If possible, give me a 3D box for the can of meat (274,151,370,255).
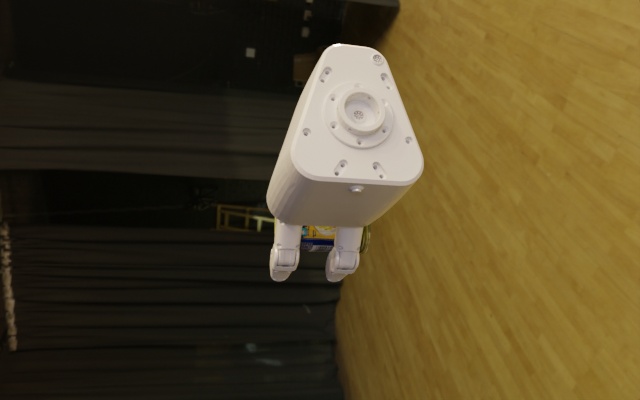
[{"bbox_3d":[0.000,0.001,0.468,0.084,0.102,0.057,3,-13,-13],"label":"can of meat"}]
